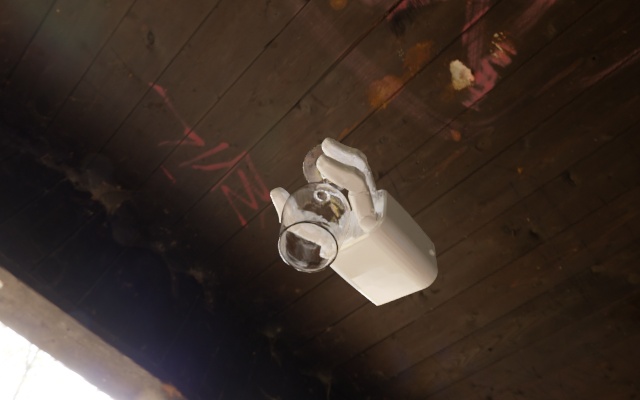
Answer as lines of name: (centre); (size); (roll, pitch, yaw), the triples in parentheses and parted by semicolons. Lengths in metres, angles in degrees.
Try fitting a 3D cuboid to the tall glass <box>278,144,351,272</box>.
tall glass: (0.000, 0.001, 0.571); (0.079, 0.079, 0.201); (0, 28, 9)
